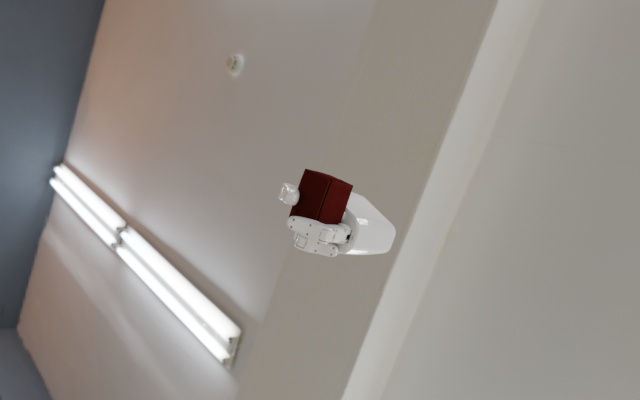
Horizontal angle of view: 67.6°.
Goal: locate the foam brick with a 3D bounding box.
[{"bbox_3d":[0.000,0.002,0.659,0.053,0.078,0.051,27,11,41],"label":"foam brick"}]
